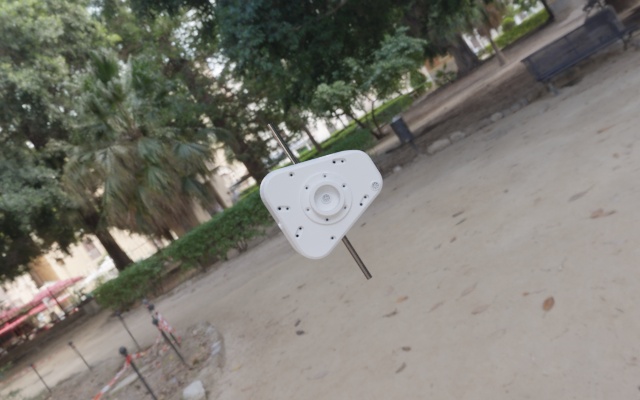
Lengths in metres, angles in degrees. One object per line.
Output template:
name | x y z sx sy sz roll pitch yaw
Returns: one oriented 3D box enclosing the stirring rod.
stirring rod | 0.000 0.002 0.623 0.011 0.239 0.011 -33 4 3
